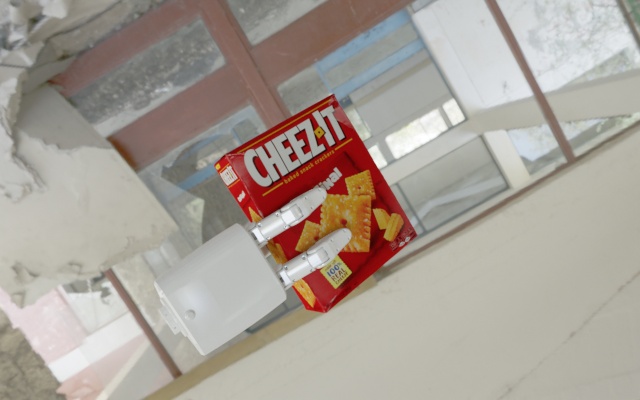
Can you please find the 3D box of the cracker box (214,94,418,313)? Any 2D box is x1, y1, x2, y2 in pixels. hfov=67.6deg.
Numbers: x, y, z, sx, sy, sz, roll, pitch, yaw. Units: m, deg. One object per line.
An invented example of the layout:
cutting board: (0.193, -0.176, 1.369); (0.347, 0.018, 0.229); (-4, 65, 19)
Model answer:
cracker box: (0.000, 0.002, 0.586); (0.164, 0.214, 0.072); (-34, 7, -24)
